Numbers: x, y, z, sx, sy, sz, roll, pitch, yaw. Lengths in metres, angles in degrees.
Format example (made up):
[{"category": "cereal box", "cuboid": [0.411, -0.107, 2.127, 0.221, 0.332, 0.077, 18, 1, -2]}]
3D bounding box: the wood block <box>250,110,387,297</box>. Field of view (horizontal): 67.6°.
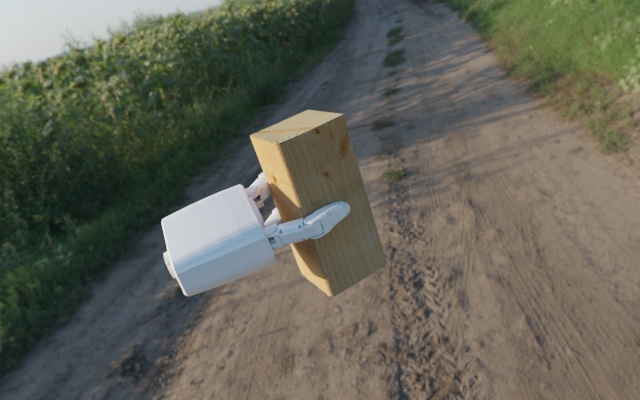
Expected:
[{"category": "wood block", "cuboid": [0.000, 0.002, 0.598, 0.090, 0.206, 0.091, -28, 25, -20]}]
